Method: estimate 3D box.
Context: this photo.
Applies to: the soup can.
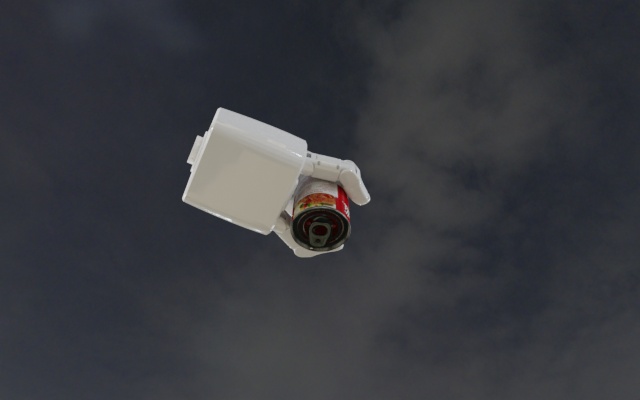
[{"bbox_3d":[0.001,0.002,0.571,0.068,0.069,0.102,0,39,1],"label":"soup can"}]
